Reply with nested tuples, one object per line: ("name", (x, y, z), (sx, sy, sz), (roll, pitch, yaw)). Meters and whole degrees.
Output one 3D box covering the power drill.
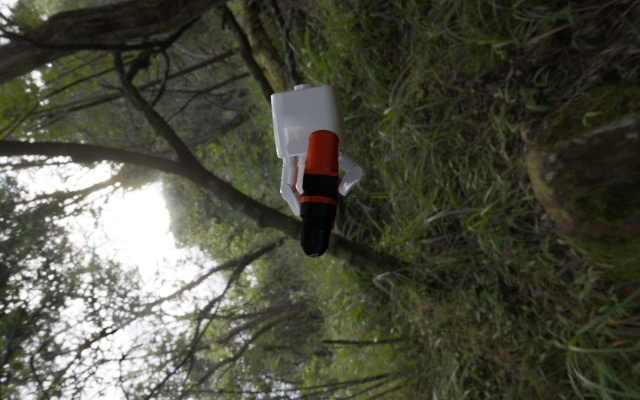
("power drill", (0.000, 0.002, 0.747), (0.057, 0.184, 0.188), (7, -11, 1))
